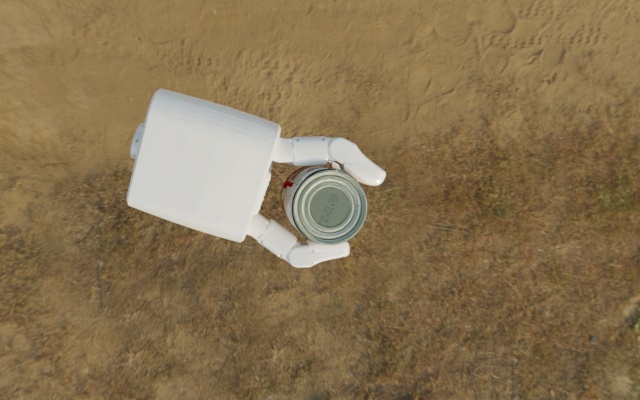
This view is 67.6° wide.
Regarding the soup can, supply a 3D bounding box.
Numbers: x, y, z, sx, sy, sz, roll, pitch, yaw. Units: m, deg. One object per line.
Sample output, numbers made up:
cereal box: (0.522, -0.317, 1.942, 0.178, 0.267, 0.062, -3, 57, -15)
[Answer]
soup can: (0.001, 0.002, 0.453, 0.068, 0.068, 0.102, 0, 5, -10)
